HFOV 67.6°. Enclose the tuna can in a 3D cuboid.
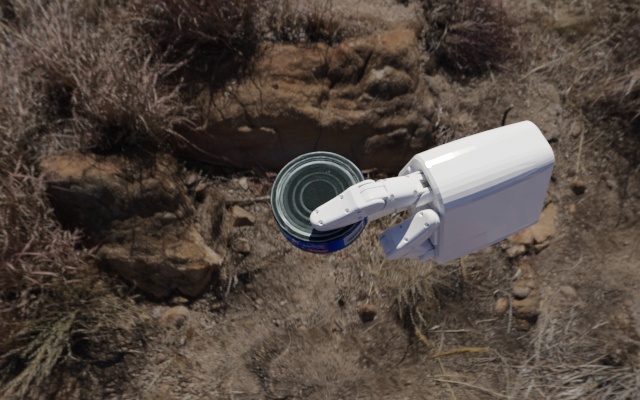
[{"bbox_3d":[0.000,0.001,0.417,0.086,0.086,0.034,0,-21,6],"label":"tuna can"}]
